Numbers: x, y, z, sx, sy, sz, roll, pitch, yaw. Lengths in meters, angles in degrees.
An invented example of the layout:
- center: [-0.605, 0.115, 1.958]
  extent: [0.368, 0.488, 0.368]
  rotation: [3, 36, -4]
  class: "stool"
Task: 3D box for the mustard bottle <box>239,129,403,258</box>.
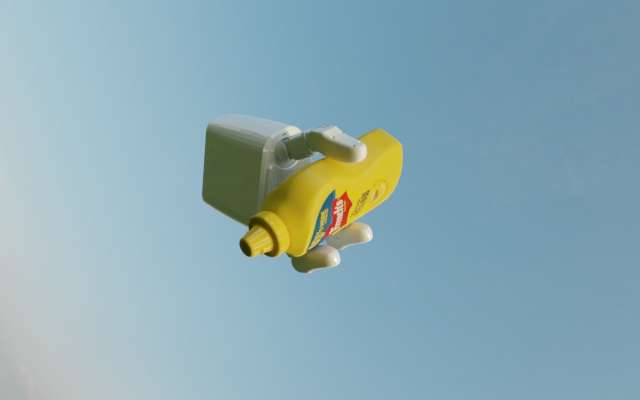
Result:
- center: [0.001, 0.002, 0.460]
  extent: [0.058, 0.096, 0.191]
  rotation: [41, 48, 21]
  class: "mustard bottle"
